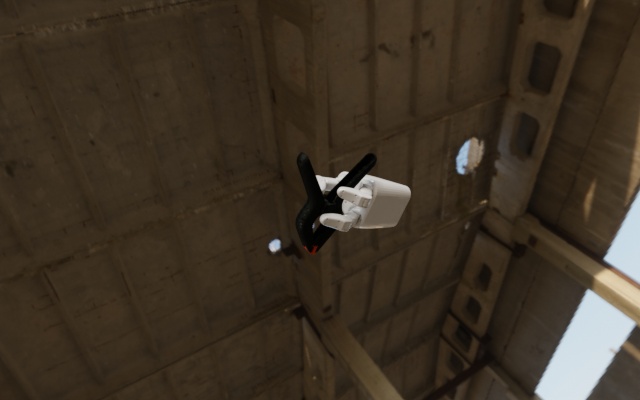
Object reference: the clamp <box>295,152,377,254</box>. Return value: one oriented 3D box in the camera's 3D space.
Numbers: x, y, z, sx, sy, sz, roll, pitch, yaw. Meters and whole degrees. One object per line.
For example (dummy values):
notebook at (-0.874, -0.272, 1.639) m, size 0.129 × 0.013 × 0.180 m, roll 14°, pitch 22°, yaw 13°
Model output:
clamp at (0.000, 0.003, 0.840) m, size 0.164 × 0.210 × 0.036 m, roll 4°, pitch 29°, yaw -39°
